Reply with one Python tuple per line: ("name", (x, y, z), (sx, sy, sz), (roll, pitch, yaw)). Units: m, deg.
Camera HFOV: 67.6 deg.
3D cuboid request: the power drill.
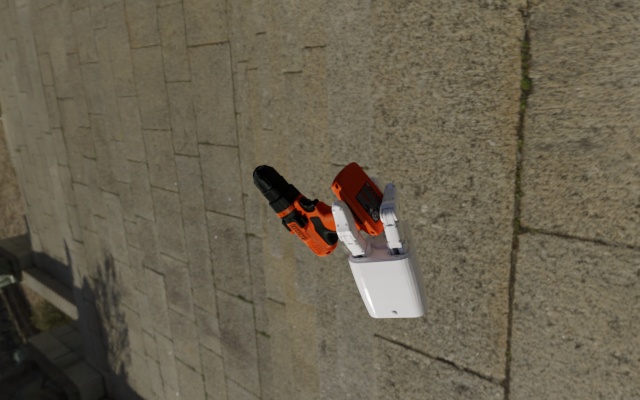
("power drill", (0.001, 0.002, 0.713), (0.188, 0.184, 0.057), (-16, 32, 52))
